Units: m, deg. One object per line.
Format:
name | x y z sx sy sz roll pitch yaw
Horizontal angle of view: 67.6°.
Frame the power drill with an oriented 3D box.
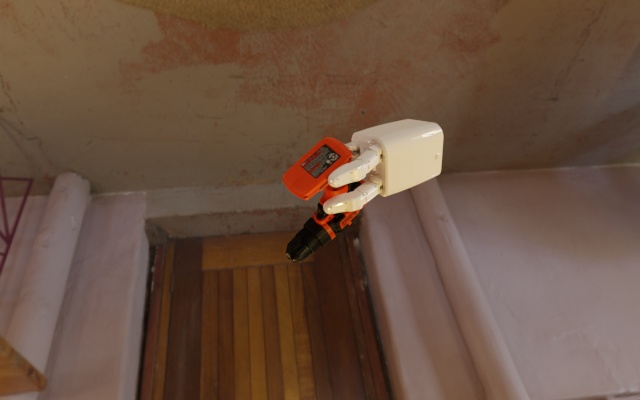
power drill | 0.000 0.002 0.747 0.057 0.184 0.188 39 -14 26
